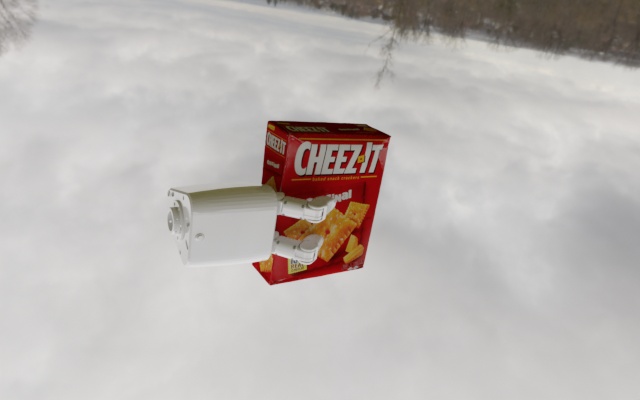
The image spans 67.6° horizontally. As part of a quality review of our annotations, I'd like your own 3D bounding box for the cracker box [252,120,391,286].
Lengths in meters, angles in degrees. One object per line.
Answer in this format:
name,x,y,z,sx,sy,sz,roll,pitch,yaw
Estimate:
cracker box,0.000,0.002,0.669,0.164,0.214,0.072,-4,25,-32
